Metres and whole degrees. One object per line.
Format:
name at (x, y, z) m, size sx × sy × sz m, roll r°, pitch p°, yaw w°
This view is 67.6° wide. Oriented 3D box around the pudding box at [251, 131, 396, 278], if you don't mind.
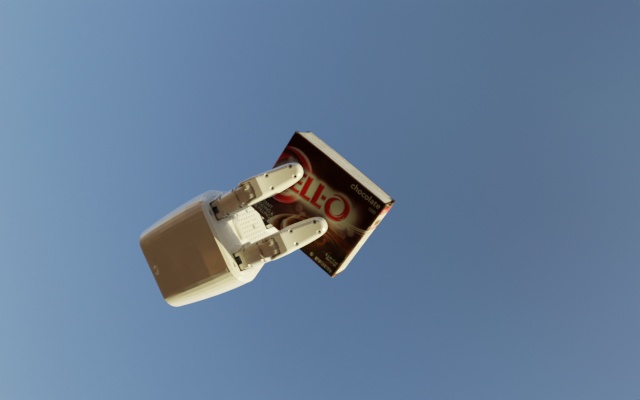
pudding box at (0.000, 0.002, 0.455) m, size 0.113 × 0.090 × 0.039 m, roll 39°, pitch 22°, yaw 12°
